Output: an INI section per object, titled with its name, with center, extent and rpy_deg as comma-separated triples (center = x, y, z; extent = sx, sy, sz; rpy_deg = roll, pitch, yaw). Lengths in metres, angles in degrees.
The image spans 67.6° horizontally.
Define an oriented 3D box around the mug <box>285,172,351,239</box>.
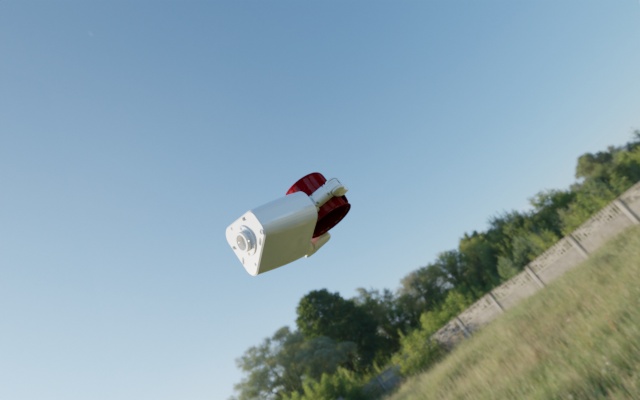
[mug]
center = 0.001, 0.002, 0.830
extent = 0.117, 0.081, 0.093
rpy_deg = -20, -25, -42
